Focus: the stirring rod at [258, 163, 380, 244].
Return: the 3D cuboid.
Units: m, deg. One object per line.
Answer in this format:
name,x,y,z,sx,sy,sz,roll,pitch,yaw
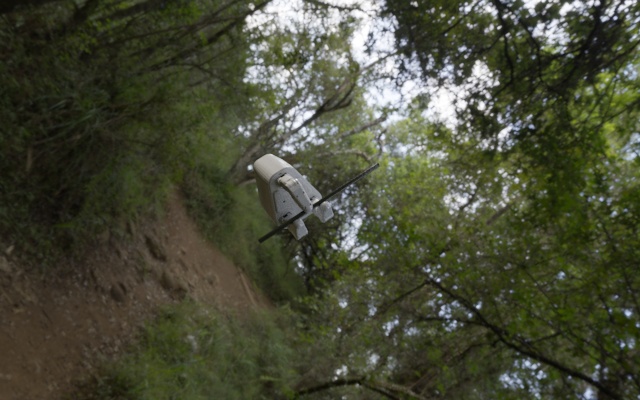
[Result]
stirring rod,0.000,0.003,0.794,0.239,0.011,0.011,-33,7,-11
